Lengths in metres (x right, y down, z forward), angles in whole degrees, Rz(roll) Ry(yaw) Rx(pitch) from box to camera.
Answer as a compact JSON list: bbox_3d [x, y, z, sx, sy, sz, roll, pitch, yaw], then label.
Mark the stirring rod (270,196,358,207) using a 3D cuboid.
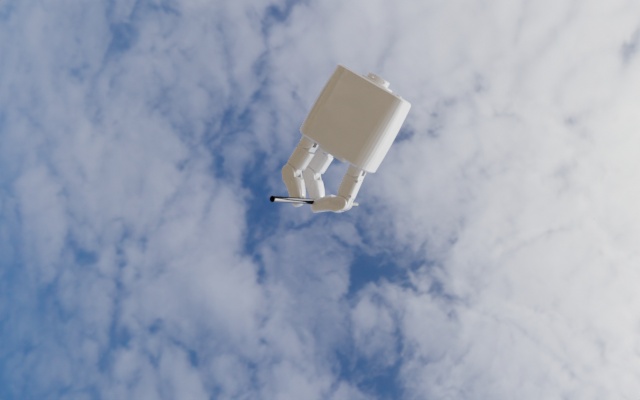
[{"bbox_3d":[0.000,0.002,0.695,0.011,0.011,0.239,0,-2,30],"label":"stirring rod"}]
